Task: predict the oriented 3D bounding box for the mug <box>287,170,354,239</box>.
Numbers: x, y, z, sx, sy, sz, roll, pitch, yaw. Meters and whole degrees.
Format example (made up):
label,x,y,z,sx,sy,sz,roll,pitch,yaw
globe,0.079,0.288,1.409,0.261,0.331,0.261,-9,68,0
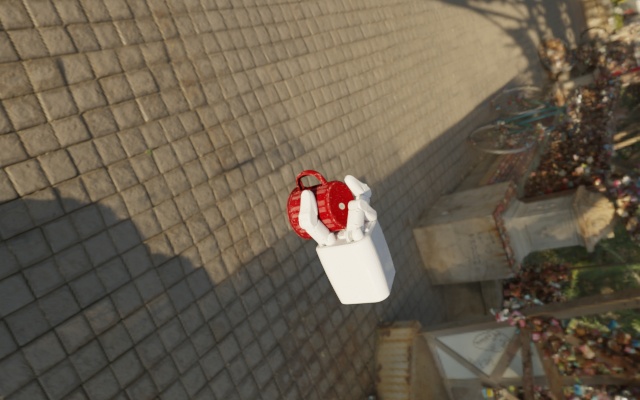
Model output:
label,x,y,z,sx,sy,sz,roll,pitch,yaw
mug,0.000,0.001,0.792,0.081,0.117,0.093,-13,17,37
